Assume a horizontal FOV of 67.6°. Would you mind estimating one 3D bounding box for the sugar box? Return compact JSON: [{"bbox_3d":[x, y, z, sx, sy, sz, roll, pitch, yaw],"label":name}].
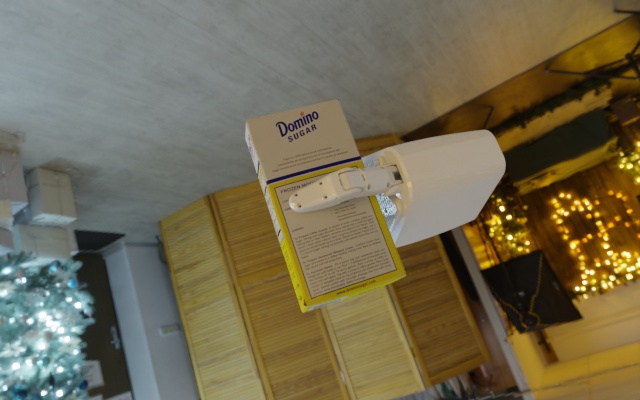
[{"bbox_3d":[0.000,0.002,0.433,0.093,0.176,0.048,-15,-17,-14],"label":"sugar box"}]
